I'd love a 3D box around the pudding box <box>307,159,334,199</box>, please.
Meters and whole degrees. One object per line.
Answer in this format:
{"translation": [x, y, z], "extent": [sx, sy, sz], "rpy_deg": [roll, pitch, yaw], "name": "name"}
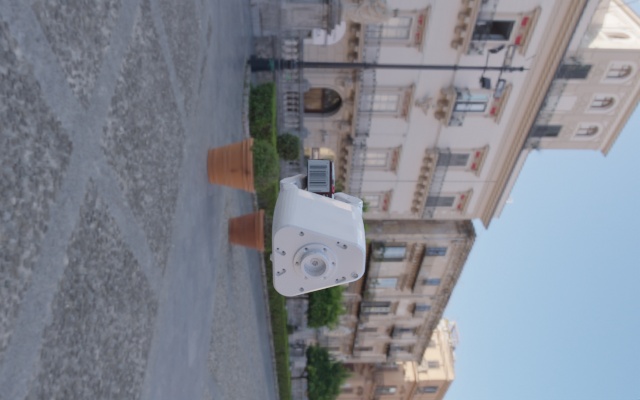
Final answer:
{"translation": [0.000, 0.002, 0.699], "extent": [0.039, 0.113, 0.090], "rpy_deg": [2, -6, 2], "name": "pudding box"}
